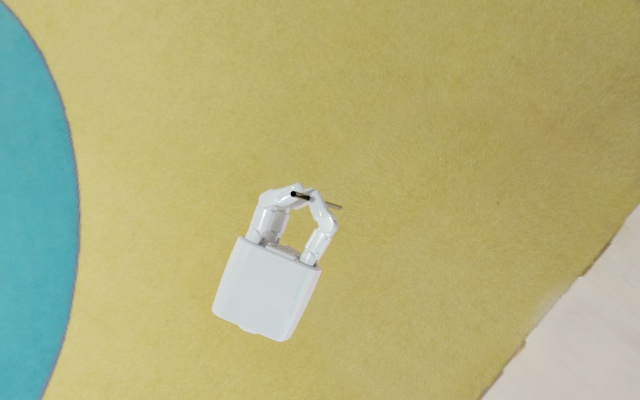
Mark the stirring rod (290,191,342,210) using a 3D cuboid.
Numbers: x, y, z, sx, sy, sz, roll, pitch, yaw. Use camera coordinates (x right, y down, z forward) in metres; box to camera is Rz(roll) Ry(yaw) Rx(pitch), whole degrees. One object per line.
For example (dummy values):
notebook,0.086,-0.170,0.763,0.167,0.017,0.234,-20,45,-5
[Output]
stirring rod,0.000,0.002,0.686,0.011,0.011,0.239,0,-5,16
